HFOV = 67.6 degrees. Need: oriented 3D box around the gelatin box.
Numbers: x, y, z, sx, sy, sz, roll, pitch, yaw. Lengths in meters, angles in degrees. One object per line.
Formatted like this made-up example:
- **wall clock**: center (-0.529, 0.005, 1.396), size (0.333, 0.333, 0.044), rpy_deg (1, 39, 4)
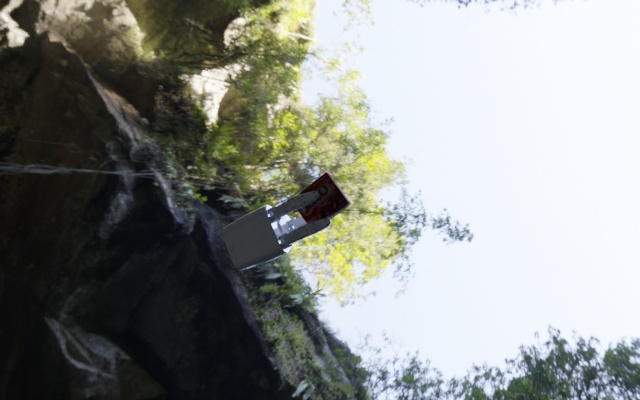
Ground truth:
- **gelatin box**: center (0.001, 0.003, 0.891), size (0.089, 0.073, 0.030), rpy_deg (-37, -11, 9)
